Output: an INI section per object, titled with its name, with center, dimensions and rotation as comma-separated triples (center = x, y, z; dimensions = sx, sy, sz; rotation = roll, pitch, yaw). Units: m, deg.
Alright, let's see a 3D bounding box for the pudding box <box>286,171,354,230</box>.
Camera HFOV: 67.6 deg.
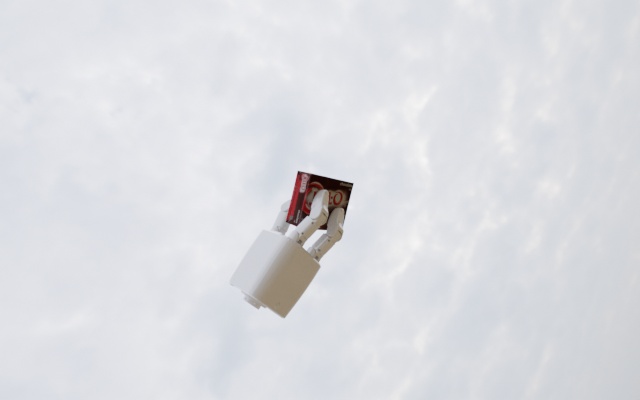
[pudding box]
center = 0.000, 0.003, 0.808
dimensions = 0.039, 0.090, 0.113
rotation = 18, 7, 41
